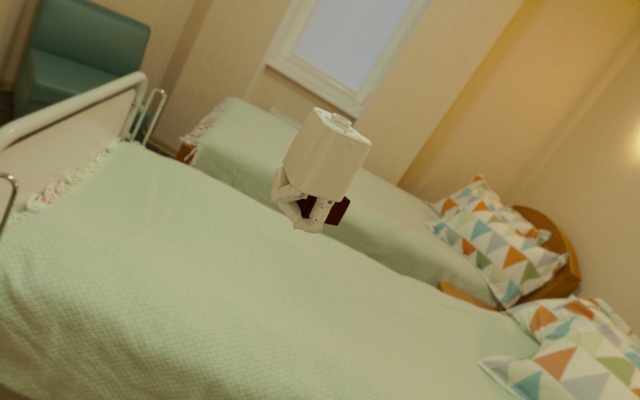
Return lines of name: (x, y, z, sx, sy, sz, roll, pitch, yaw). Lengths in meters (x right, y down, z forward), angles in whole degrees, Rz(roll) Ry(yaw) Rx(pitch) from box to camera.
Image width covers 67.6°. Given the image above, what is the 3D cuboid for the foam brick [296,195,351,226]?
foam brick: (0.000, 0.003, 0.795, 0.078, 0.051, 0.053, 15, 20, -39)
